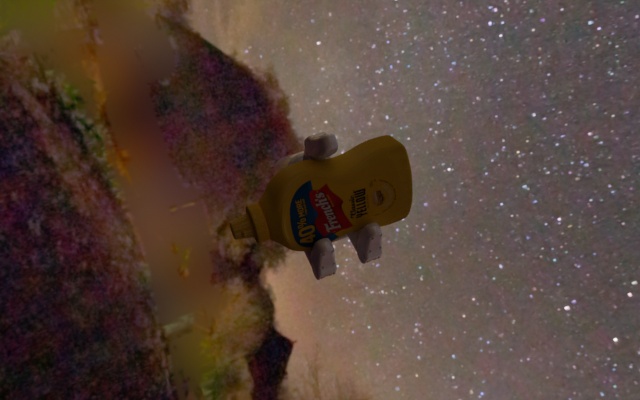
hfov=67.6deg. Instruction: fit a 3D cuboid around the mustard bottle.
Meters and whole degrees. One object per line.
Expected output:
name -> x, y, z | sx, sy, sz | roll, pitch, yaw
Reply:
mustard bottle -> 0.000, 0.002, 0.497 | 0.191, 0.096, 0.058 | -18, 35, -14
